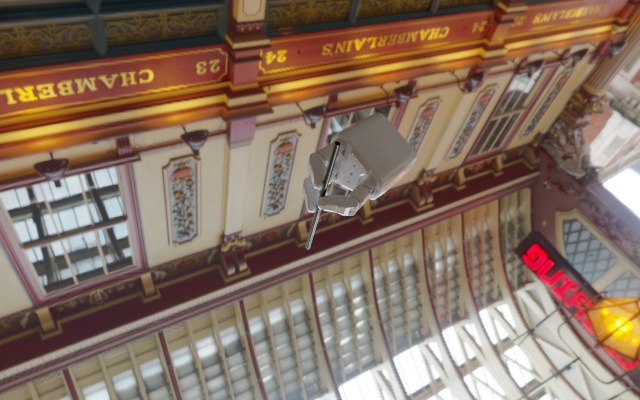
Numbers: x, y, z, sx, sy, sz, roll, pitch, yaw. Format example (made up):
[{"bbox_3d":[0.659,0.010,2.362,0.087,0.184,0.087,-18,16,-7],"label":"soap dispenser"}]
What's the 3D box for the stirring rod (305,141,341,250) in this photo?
[{"bbox_3d":[0.000,0.002,0.712,0.011,0.011,0.240,0,-40,-14],"label":"stirring rod"}]
